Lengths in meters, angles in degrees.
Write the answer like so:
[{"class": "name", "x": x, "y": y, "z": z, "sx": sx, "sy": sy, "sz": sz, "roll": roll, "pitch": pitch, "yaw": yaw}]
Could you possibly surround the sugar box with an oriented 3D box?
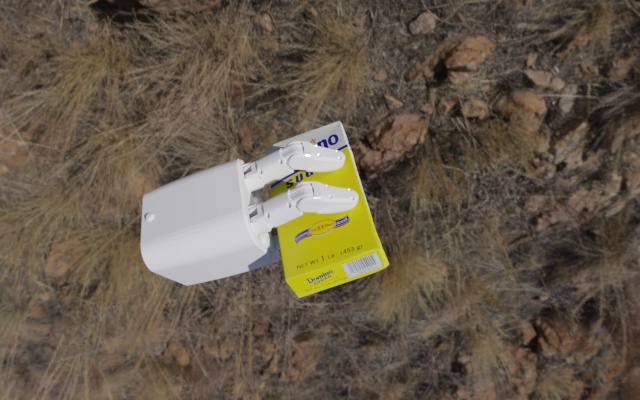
[{"class": "sugar box", "x": 0.000, "y": 0.001, "z": 0.488, "sx": 0.093, "sy": 0.176, "sz": 0.048, "roll": -19, "pitch": -38, "yaw": 6}]
